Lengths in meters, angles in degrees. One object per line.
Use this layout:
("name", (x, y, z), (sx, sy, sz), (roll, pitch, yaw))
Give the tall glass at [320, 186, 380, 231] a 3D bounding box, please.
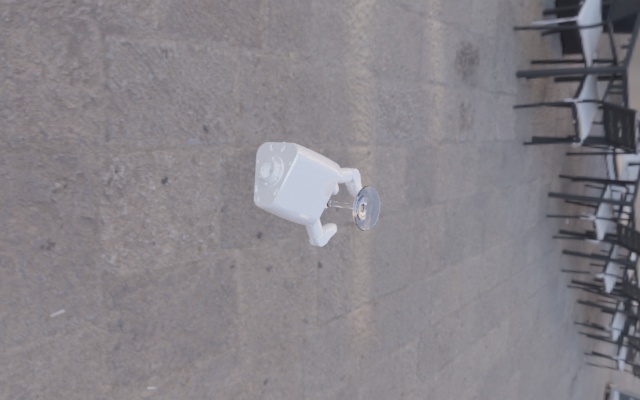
("tall glass", (0.001, 0.003, 0.837), (0.201, 0.079, 0.079), (7, 5, 40))
